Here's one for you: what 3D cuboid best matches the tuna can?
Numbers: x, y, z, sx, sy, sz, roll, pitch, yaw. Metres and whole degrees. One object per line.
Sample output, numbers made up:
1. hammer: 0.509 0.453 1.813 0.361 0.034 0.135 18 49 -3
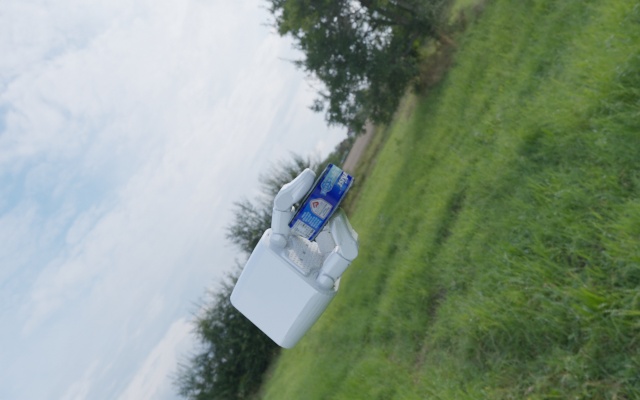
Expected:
1. tuna can: 0.000 0.001 0.525 0.034 0.086 0.086 34 -2 -2
